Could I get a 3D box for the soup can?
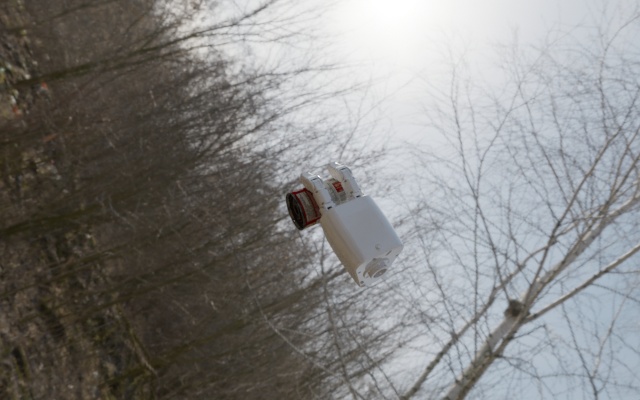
[{"bbox_3d":[0.000,0.002,0.827,0.102,0.068,0.068,-21,8,-21],"label":"soup can"}]
